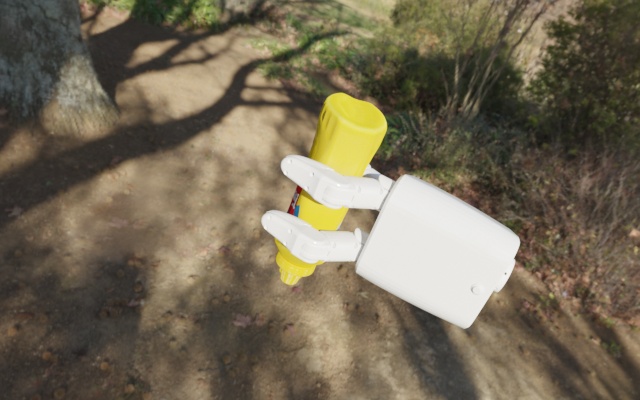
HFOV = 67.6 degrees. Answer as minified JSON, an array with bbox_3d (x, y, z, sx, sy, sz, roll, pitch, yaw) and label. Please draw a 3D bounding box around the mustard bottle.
[{"bbox_3d":[0.000,0.001,0.449,0.058,0.192,0.096,18,26,-8],"label":"mustard bottle"}]
